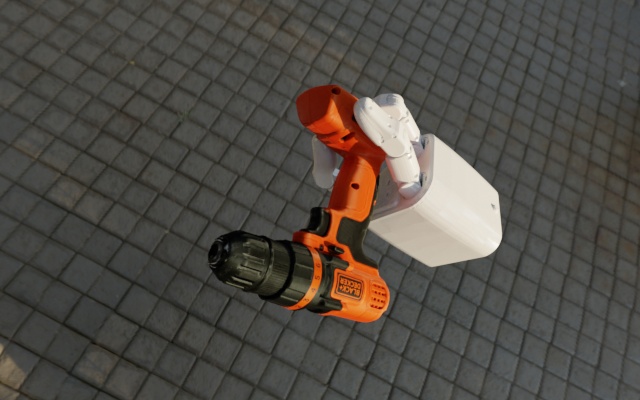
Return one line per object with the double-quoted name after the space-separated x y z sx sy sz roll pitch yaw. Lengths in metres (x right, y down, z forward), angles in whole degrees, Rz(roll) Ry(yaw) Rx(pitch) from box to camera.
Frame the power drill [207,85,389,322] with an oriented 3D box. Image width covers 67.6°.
0.000 0.001 0.410 0.057 0.187 0.184 -4 -22 43 "power drill"
